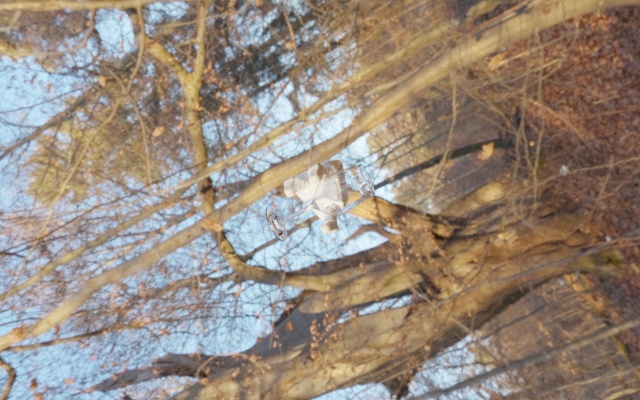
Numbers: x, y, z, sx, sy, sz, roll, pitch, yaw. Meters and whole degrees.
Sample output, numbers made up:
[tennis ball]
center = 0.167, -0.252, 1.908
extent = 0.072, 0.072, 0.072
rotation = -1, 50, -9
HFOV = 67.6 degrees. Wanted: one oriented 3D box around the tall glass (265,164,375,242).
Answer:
[tall glass]
center = 0.000, 0.003, 0.895
extent = 0.201, 0.079, 0.079
rotation = -26, -8, 16
